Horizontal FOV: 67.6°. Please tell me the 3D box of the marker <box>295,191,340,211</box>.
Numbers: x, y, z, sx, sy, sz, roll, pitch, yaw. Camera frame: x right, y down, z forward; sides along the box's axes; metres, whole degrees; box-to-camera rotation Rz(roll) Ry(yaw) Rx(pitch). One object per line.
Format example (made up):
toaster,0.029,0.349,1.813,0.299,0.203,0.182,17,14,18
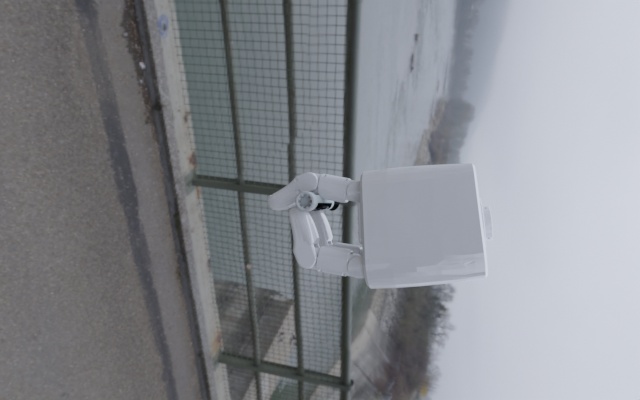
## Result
marker,0.000,0.002,0.501,0.020,0.020,0.121,0,-1,14
